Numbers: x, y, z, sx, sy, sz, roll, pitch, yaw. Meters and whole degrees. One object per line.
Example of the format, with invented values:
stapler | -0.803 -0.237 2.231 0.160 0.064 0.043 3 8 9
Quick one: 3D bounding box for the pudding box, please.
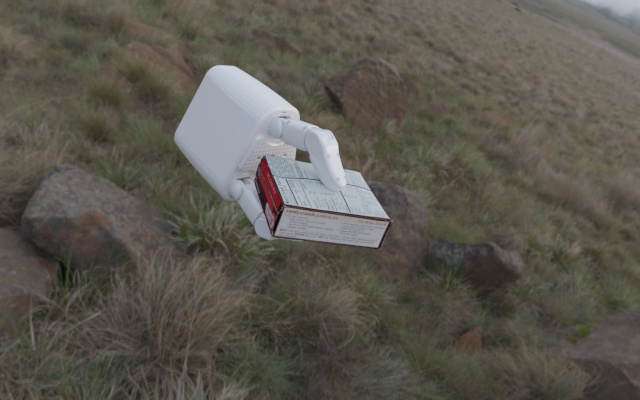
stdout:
pudding box | 0.000 0.001 0.453 0.113 0.039 0.090 7 32 -24
